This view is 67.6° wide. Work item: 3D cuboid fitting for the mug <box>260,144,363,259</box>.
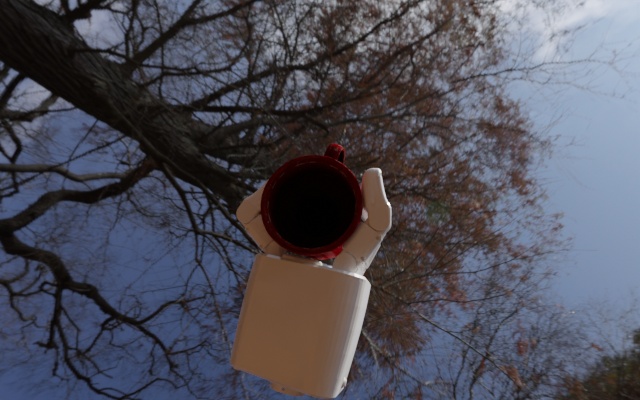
[{"bbox_3d":[0.000,0.000,0.468,0.093,0.117,0.081,14,-12,11],"label":"mug"}]
